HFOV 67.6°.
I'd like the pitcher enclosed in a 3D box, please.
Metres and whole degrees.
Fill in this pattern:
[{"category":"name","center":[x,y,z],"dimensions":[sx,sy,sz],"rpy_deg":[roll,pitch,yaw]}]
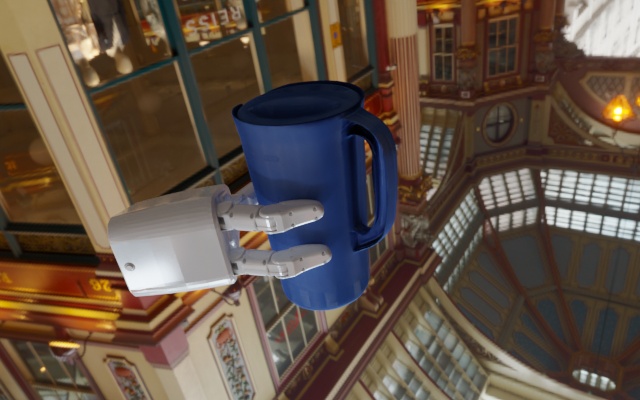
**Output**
[{"category":"pitcher","center":[0.000,0.002,0.523],"dimensions":[0.145,0.243,0.149],"rpy_deg":[-11,29,-3]}]
